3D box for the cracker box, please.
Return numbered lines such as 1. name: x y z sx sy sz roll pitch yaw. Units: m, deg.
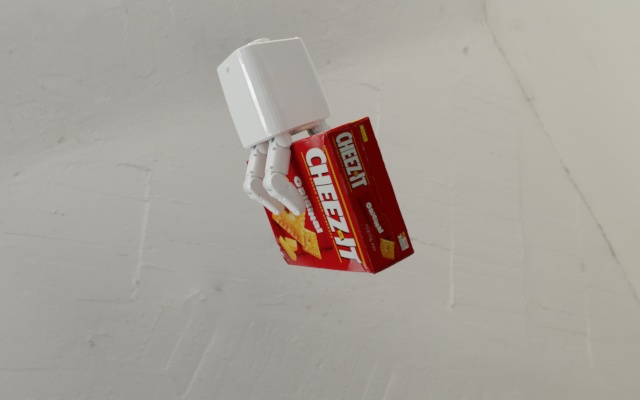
1. cracker box: 0.000 0.002 0.601 0.072 0.164 0.214 -25 9 -29
